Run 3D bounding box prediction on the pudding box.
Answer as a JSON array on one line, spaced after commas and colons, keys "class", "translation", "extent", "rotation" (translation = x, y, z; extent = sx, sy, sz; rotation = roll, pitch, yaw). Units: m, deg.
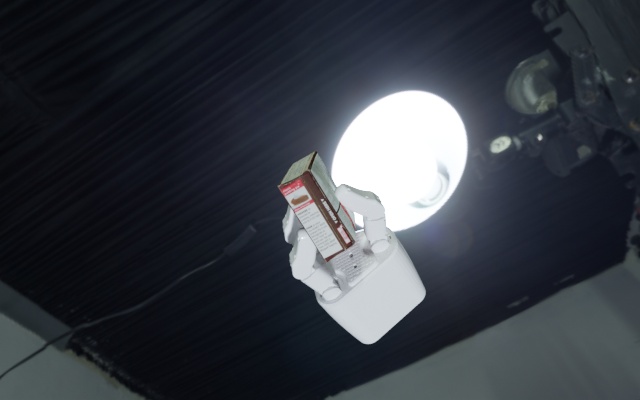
[{"class": "pudding box", "translation": [0.000, 0.002, 0.500], "extent": [0.039, 0.090, 0.113], "rotation": [-31, 11, 9]}]
